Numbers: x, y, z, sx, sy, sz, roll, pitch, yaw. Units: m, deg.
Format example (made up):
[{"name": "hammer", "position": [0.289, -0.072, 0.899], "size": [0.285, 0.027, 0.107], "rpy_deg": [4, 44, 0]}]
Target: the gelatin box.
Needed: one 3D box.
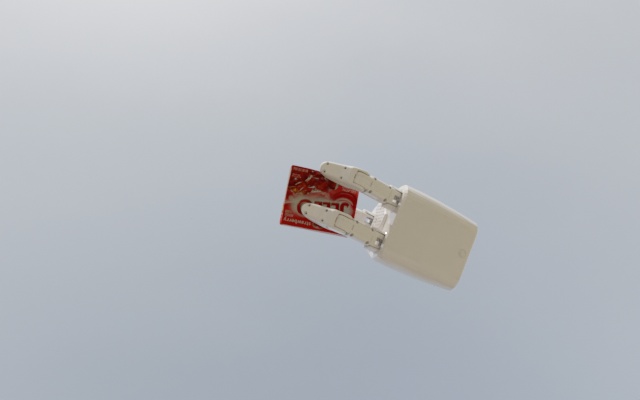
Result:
[{"name": "gelatin box", "position": [0.000, 0.002, 0.584], "size": [0.089, 0.073, 0.030], "rpy_deg": [12, -7, -7]}]
